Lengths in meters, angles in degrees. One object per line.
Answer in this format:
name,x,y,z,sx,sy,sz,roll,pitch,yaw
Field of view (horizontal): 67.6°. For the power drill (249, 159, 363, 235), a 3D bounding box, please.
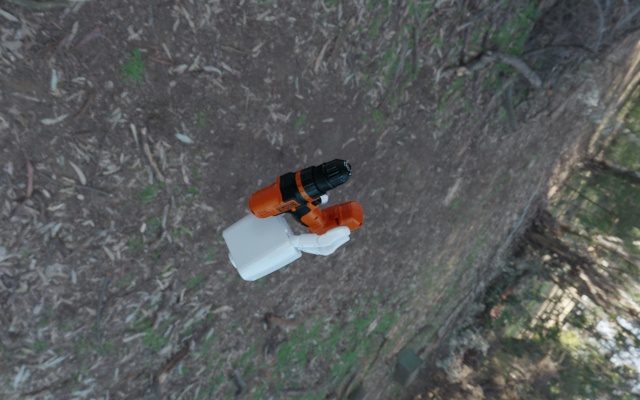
power drill,0.000,0.003,0.812,0.184,0.057,0.188,-20,-31,24
